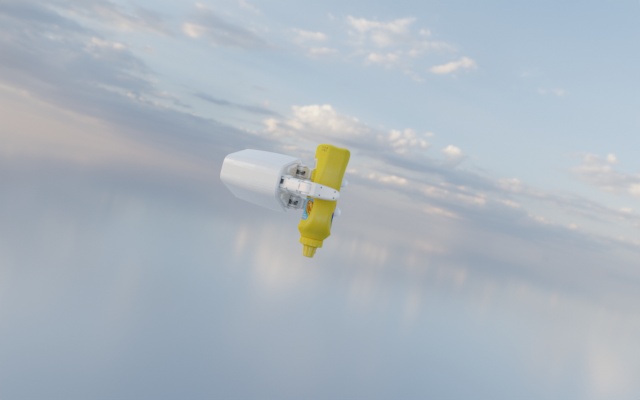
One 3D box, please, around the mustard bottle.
[{"bbox_3d":[0.001,0.002,0.814,0.058,0.191,0.096,14,0,-10],"label":"mustard bottle"}]
